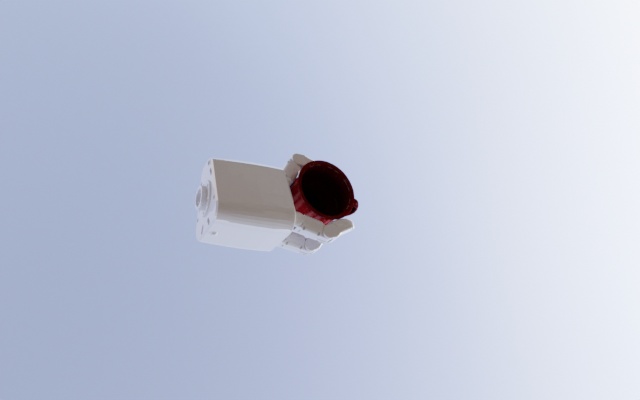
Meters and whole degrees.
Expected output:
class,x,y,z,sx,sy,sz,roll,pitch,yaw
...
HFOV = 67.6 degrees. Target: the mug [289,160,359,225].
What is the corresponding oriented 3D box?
class,x,y,z,sx,sy,sz,roll,pitch,yaw
mug,0.001,0.003,0.711,0.117,0.093,0.081,11,-30,-28
